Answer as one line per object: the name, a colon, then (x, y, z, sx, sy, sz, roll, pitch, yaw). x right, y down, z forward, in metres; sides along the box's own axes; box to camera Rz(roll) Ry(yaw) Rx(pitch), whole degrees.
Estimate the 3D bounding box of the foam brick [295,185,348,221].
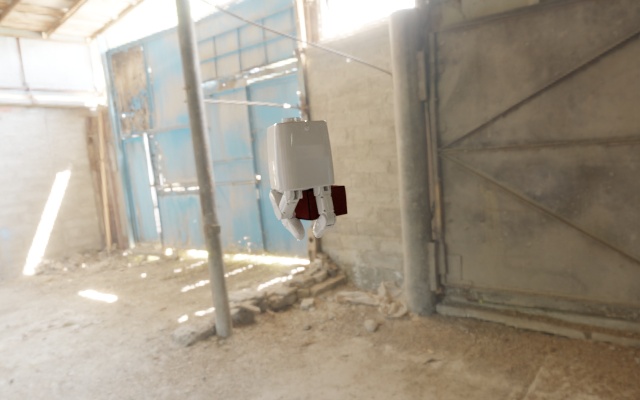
foam brick: (0.000, 0.003, 0.819, 0.078, 0.051, 0.053, -9, 6, -31)
